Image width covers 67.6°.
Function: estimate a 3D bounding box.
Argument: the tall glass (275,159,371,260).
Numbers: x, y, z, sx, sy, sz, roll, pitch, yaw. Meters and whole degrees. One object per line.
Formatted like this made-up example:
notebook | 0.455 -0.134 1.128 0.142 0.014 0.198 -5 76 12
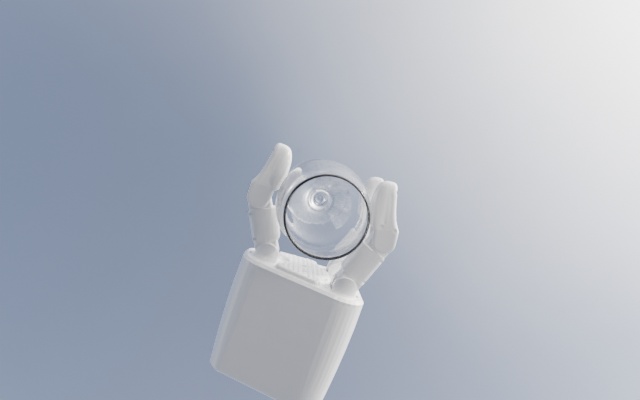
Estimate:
tall glass | 0.000 0.001 0.434 0.079 0.079 0.201 0 6 -3
